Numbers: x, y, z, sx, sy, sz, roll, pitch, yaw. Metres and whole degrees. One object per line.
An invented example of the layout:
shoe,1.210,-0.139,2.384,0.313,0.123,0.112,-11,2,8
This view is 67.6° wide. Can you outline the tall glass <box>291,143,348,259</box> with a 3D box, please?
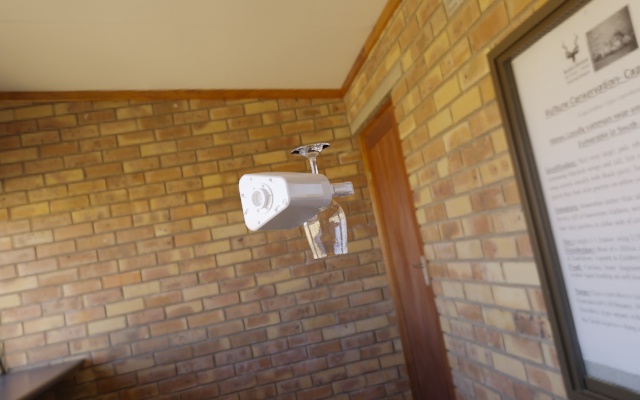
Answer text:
tall glass,0.000,0.002,0.865,0.079,0.201,0.079,-11,-6,-1
